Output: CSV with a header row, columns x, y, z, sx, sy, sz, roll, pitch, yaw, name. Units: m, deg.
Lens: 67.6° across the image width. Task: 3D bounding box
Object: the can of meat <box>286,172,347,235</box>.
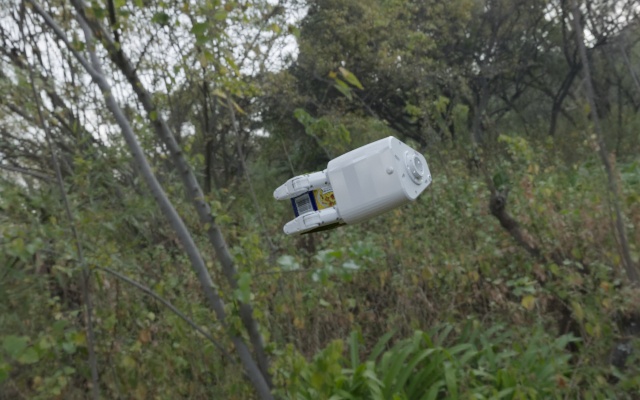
x,y,z,sx,sy,sz,roll,pitch,yaw,name
0.000,0.002,0.740,0.057,0.084,0.102,-23,-10,37,can of meat
